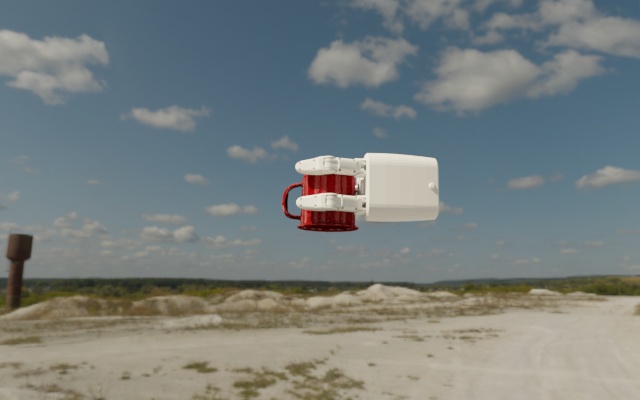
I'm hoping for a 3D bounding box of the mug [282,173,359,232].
[{"bbox_3d":[-0.001,0.002,0.725,0.117,0.081,0.093,2,-10,-5],"label":"mug"}]
